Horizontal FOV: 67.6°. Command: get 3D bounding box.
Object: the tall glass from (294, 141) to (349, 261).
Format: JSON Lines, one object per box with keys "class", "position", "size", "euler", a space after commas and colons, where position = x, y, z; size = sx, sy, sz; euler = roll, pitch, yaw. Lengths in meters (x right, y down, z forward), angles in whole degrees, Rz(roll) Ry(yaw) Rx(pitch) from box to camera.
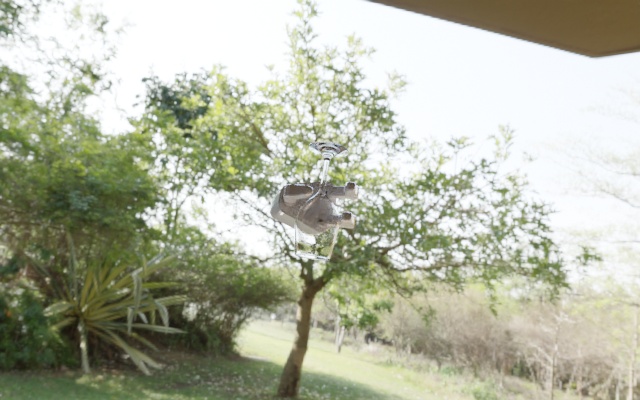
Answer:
{"class": "tall glass", "position": [0.000, 0.002, 0.844], "size": [0.079, 0.201, 0.079], "euler": [8, -13, 2]}
